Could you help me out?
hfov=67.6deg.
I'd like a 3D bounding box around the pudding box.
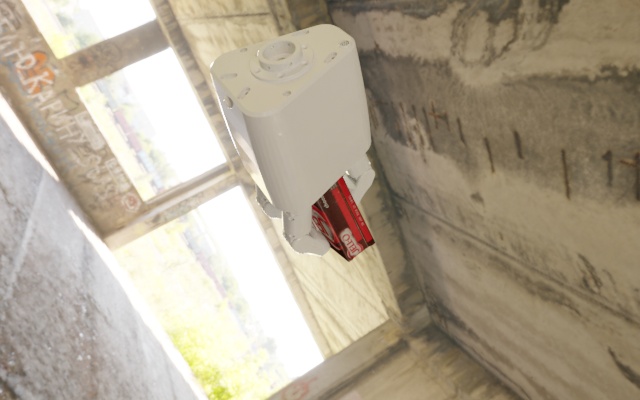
[{"bbox_3d":[0.000,0.001,0.484,0.039,0.090,0.113,-32,24,-11],"label":"pudding box"}]
